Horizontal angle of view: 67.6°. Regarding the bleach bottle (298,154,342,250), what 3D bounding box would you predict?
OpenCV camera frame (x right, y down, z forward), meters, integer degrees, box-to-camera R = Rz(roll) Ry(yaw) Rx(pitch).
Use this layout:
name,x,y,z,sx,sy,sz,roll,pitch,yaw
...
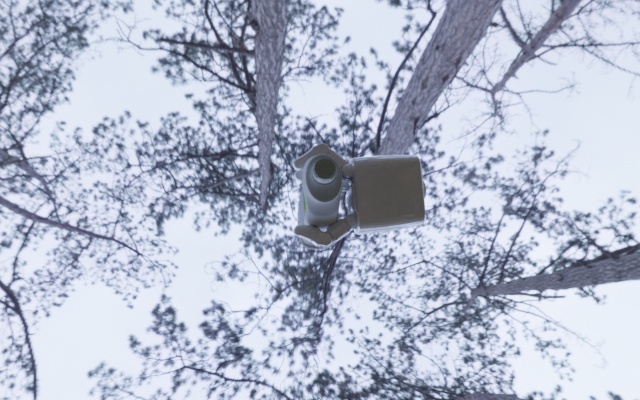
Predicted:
name,x,y,z,sx,sy,sz,roll,pitch,yaw
bleach bottle,0.000,0.002,0.730,0.068,0.102,0.251,-5,-16,-5
